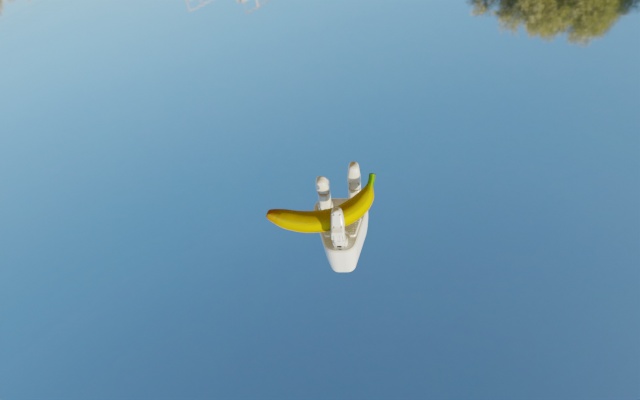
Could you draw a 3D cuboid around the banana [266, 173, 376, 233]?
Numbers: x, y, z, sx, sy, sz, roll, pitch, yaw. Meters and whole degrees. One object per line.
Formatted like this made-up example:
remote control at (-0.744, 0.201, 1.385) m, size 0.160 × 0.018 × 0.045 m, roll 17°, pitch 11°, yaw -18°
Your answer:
banana at (0.010, 0.019, 0.810) m, size 0.198 × 0.069 × 0.037 m, roll -20°, pitch -11°, yaw -1°
